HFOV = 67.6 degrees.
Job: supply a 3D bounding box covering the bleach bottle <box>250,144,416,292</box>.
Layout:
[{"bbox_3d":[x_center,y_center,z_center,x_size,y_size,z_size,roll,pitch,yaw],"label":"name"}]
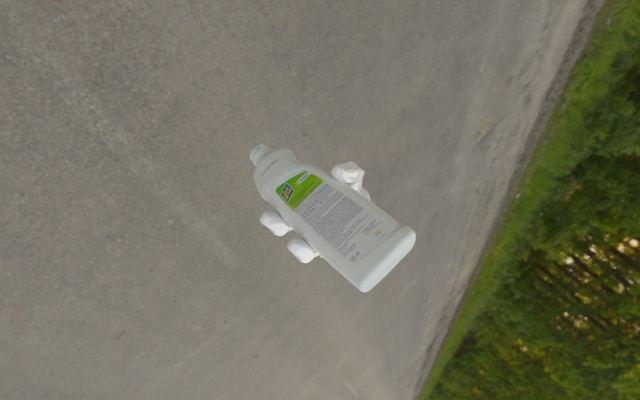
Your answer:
[{"bbox_3d":[0.000,0.002,0.638,0.250,0.102,0.068,43,-12,24],"label":"bleach bottle"}]
